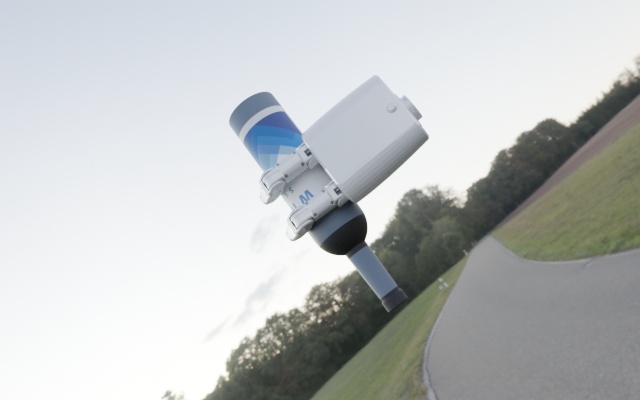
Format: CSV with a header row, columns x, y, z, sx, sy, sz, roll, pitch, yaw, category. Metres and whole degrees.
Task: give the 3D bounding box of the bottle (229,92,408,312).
x,y,z,sx,sy,sz,roll,pitch,yaw,category
0.000,0.002,0.561,0.069,0.295,0.069,-35,-14,-10,bottle
